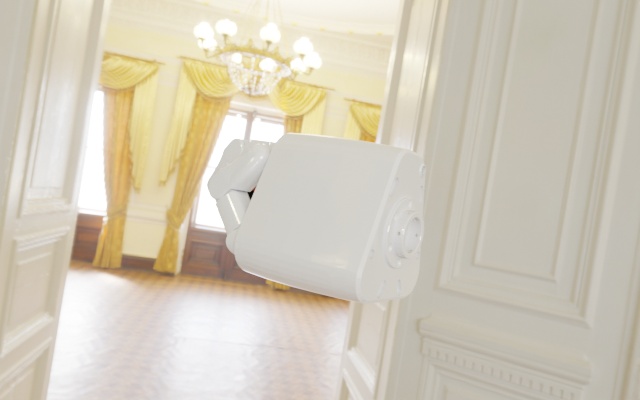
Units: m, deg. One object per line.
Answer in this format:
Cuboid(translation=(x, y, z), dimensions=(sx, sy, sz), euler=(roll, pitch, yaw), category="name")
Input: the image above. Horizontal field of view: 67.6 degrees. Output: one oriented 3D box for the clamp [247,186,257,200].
Cuboid(translation=(0.000, 0.001, 0.460), dimensions=(0.120, 0.039, 0.171), euler=(11, 1, 35), category="clamp")
